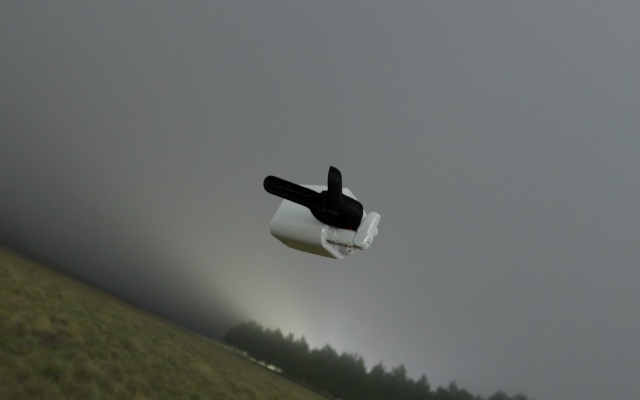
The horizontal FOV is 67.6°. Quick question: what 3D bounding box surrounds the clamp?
[{"bbox_3d":[0.000,0.002,0.686,0.120,0.039,0.171,4,-26,29],"label":"clamp"}]
